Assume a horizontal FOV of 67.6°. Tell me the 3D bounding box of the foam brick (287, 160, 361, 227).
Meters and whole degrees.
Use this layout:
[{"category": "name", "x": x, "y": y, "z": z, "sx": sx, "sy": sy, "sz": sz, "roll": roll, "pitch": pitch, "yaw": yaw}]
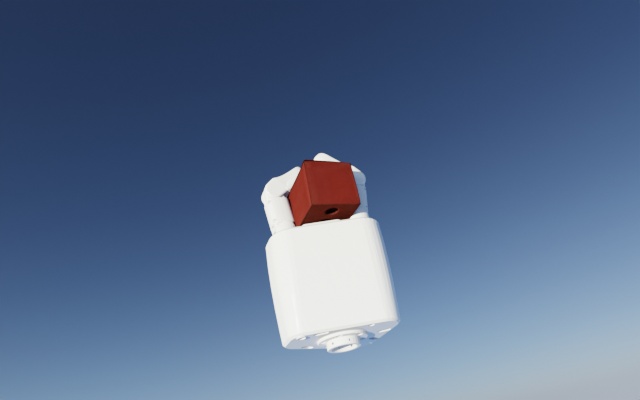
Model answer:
[{"category": "foam brick", "x": 0.000, "y": 0.001, "z": 0.494, "sx": 0.053, "sy": 0.051, "sz": 0.078, "roll": 1, "pitch": -32, "yaw": -20}]
